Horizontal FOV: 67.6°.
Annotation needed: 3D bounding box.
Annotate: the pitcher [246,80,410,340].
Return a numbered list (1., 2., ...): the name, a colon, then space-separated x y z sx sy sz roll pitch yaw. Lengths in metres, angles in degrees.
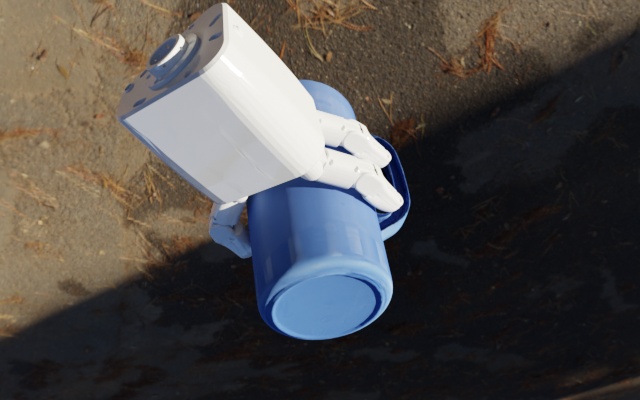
1. pitcher: 0.000 0.001 0.457 0.149 0.242 0.145 -30 -48 17
